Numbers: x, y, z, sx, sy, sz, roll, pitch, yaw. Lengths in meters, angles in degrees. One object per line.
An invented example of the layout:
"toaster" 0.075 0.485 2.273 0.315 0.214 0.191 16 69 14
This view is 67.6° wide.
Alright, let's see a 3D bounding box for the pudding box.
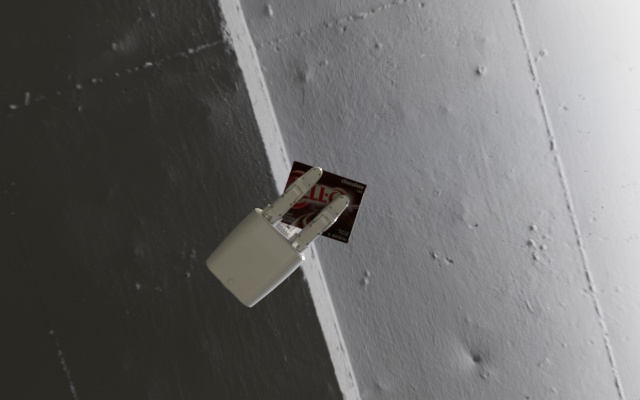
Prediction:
"pudding box" 0.000 0.002 0.691 0.113 0.090 0.039 18 0 -2
